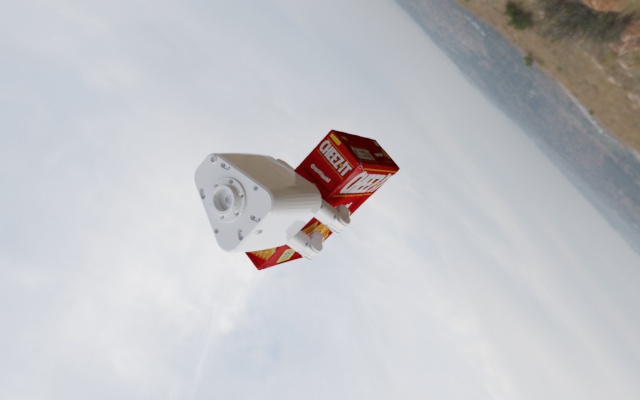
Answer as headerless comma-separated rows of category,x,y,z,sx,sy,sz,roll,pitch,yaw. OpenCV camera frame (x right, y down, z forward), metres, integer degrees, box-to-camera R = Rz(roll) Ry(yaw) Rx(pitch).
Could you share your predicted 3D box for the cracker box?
cracker box,0.000,0.002,0.698,0.214,0.072,0.164,-45,-17,21
